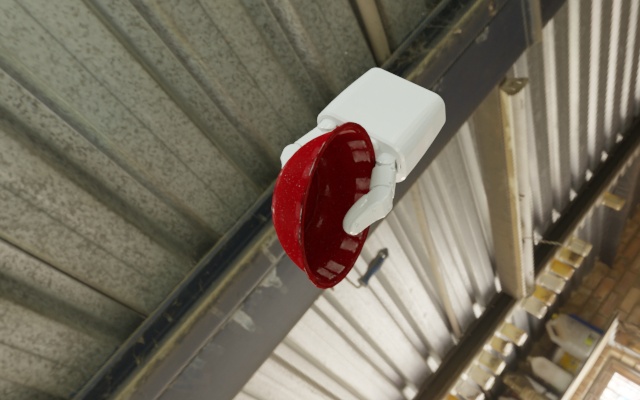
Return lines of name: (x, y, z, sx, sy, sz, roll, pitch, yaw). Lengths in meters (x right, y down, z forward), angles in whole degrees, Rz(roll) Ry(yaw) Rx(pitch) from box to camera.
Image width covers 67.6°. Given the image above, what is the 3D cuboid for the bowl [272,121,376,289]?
bowl: (-0.001, 0.002, 0.468, 0.055, 0.162, 0.162, 11, 5, 27)
